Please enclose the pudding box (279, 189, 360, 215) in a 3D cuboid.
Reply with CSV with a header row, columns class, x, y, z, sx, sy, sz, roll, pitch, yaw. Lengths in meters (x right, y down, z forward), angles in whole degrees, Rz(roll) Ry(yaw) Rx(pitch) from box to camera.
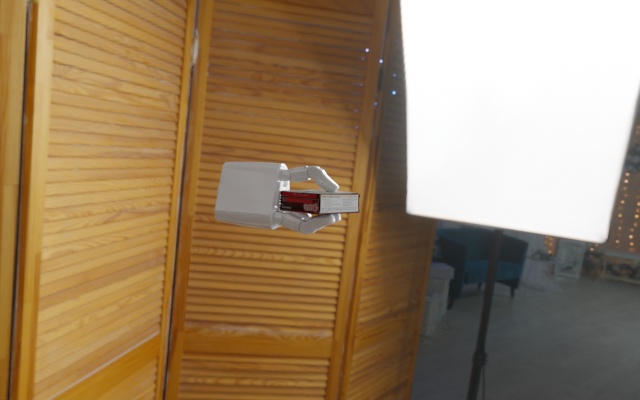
class,x,y,z,sx,sy,sz,roll,pitch,yaw
pudding box,0.000,0.002,0.817,0.090,0.039,0.113,6,7,40
